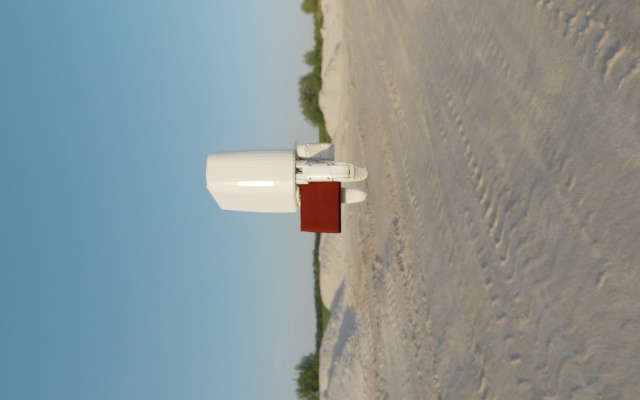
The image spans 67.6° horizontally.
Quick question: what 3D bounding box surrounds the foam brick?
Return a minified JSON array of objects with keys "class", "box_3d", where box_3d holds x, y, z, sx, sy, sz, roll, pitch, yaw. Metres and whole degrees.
[{"class":"foam brick","box_3d":[0.000,0.002,0.614,0.051,0.078,0.053,0,-1,-1]}]
